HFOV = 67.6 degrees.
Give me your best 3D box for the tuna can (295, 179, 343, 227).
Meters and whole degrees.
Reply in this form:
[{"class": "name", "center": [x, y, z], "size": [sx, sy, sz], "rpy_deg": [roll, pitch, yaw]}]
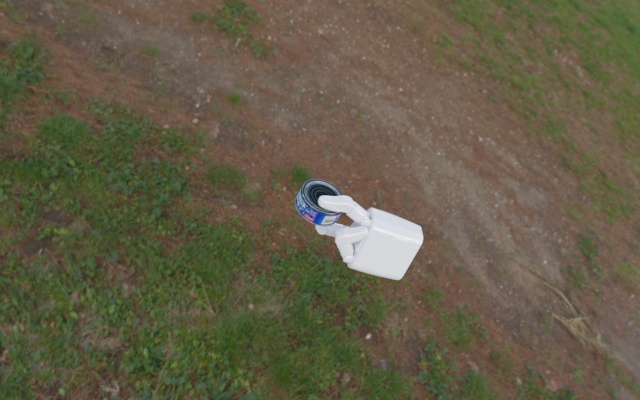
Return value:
[{"class": "tuna can", "center": [0.000, 0.002, 0.852], "size": [0.086, 0.086, 0.034], "rpy_deg": [0, -41, -29]}]
